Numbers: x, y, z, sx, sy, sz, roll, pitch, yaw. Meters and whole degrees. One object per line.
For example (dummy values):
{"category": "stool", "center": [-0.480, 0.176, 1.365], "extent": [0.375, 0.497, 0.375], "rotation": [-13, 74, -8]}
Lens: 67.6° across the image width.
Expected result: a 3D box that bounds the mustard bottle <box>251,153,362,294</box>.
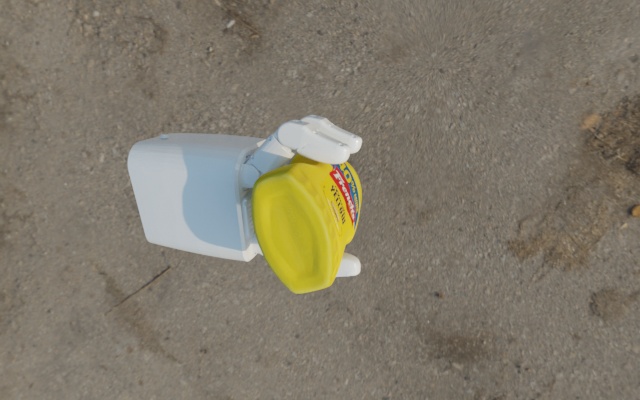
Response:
{"category": "mustard bottle", "center": [0.000, 0.001, 0.435], "extent": [0.058, 0.096, 0.191], "rotation": [-17, 11, 18]}
